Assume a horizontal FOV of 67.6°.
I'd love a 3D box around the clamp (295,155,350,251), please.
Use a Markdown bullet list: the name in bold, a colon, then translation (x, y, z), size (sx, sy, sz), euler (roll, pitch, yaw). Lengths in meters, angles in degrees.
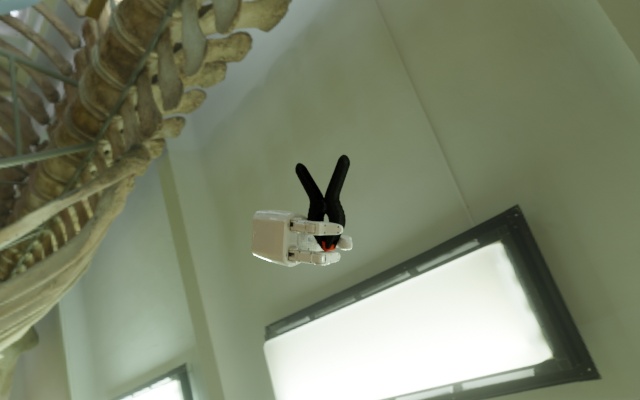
- **clamp**: translation (0.001, 0.003, 0.863), size (0.039, 0.171, 0.120), euler (1, 3, -44)
